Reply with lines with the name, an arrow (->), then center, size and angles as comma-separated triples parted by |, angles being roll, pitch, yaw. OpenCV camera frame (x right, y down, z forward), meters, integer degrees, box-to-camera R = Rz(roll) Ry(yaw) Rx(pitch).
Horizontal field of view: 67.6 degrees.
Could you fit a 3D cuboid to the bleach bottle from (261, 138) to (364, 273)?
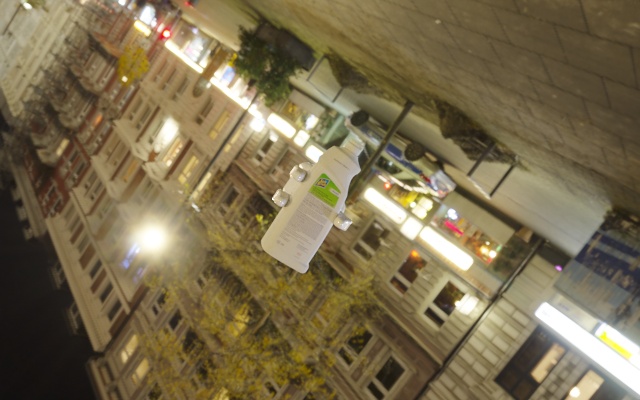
bleach bottle -> 0.000, 0.003, 0.865 | 0.102, 0.251, 0.068 | 33, 7, -19
